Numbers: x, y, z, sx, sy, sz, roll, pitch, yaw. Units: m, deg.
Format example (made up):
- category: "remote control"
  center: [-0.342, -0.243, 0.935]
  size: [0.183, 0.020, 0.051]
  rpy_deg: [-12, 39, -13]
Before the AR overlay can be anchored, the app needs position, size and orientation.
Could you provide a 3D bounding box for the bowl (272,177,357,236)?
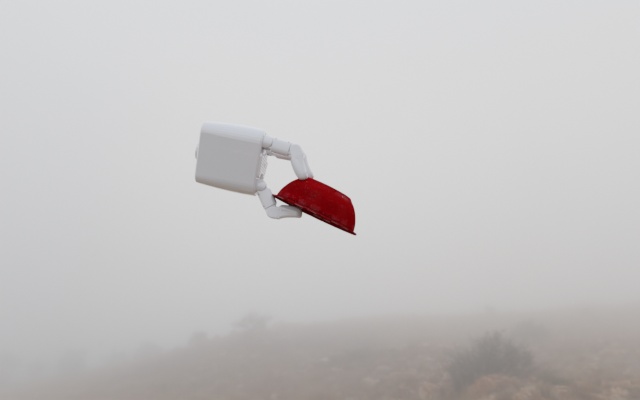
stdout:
- category: "bowl"
  center: [0.001, 0.003, 0.824]
  size: [0.162, 0.055, 0.162]
  rpy_deg: [26, -4, 2]
